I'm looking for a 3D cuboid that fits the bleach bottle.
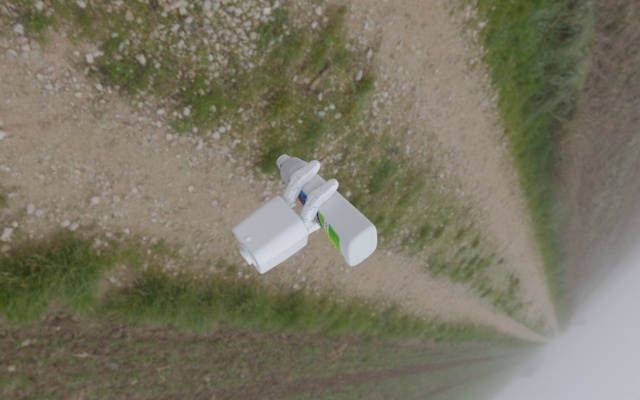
[{"bbox_3d":[0.000,0.003,0.893,0.068,0.250,0.103,-34,-31,-16],"label":"bleach bottle"}]
